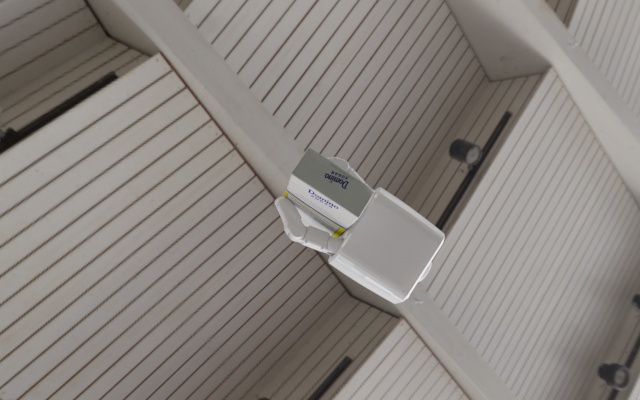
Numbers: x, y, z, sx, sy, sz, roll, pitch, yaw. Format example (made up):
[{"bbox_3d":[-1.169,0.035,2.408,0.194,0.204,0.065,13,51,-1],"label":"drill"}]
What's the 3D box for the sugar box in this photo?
[{"bbox_3d":[0.000,0.002,0.616,0.093,0.048,0.176,34,-21,-1],"label":"sugar box"}]
